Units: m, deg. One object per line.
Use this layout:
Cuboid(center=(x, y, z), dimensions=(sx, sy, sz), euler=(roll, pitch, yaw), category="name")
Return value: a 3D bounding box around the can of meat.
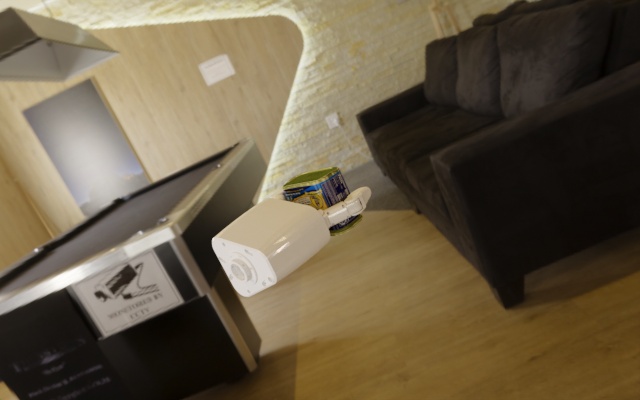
Cuboid(center=(0.000, 0.002, 0.688), dimensions=(0.102, 0.084, 0.057), euler=(-8, 22, 49), category="can of meat")
